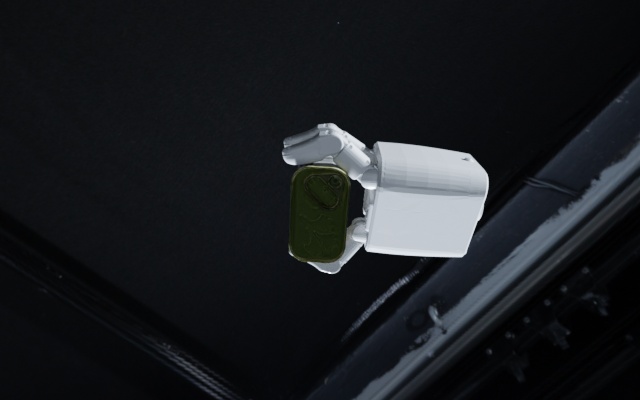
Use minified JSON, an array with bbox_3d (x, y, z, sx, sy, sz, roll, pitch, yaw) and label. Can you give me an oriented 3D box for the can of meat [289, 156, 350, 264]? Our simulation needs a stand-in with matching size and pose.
[{"bbox_3d":[0.000,0.002,0.506,0.057,0.102,0.084,3,21,1],"label":"can of meat"}]
